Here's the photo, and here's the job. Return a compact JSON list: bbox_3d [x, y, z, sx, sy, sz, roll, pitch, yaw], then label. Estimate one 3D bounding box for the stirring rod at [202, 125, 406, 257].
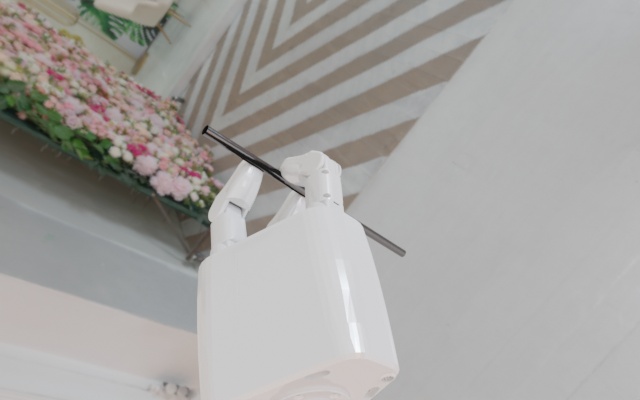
[{"bbox_3d":[0.000,0.001,0.413,0.240,0.011,0.011,32,-20,-35],"label":"stirring rod"}]
